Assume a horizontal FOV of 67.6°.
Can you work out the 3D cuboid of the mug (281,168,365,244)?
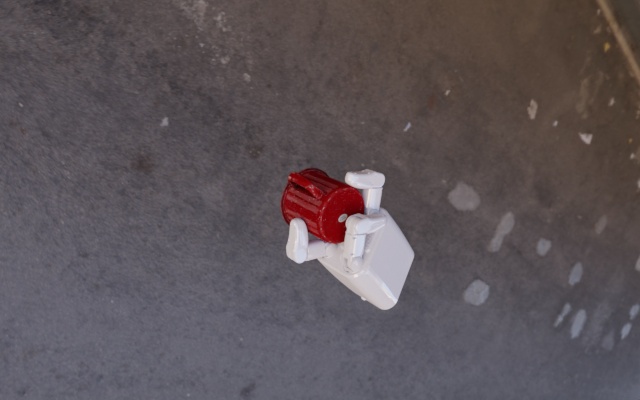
[{"bbox_3d":[0.000,0.001,0.646,0.081,0.093,0.117,25,-20,48],"label":"mug"}]
